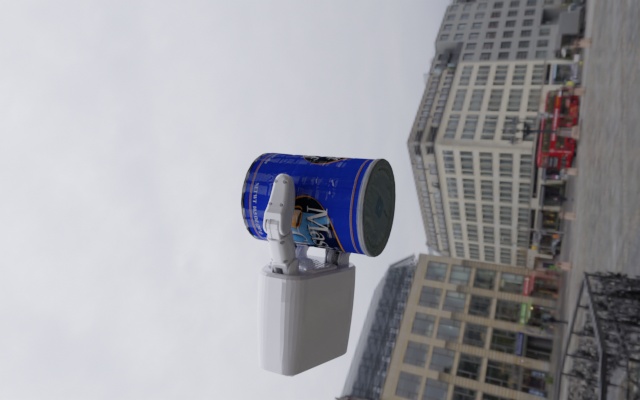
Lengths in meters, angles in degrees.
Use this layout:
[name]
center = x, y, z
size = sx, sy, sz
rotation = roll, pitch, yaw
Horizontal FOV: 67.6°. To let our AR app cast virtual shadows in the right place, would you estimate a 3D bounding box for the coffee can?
[coffee can]
center = 0.000, 0.002, 0.523
size = 0.140, 0.103, 0.103
rotation = 6, 2, 26
